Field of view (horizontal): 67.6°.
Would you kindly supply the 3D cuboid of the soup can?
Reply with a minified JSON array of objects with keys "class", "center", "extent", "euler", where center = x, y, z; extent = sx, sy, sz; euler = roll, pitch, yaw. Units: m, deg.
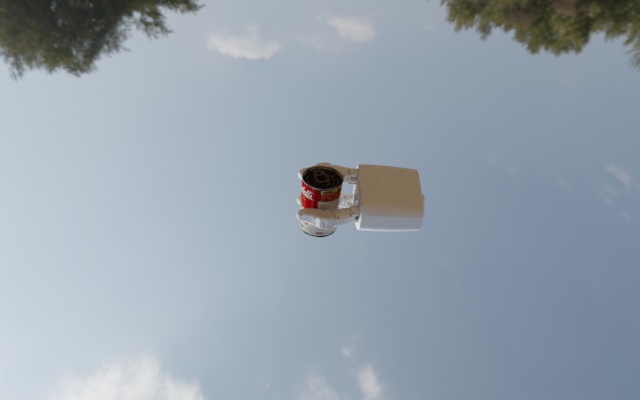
[{"class":"soup can","center":[0.000,0.003,0.803],"extent":[0.068,0.102,0.068],"euler":[3,37,-3]}]
